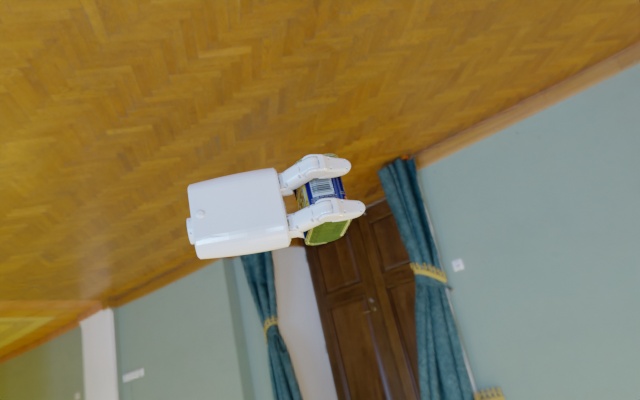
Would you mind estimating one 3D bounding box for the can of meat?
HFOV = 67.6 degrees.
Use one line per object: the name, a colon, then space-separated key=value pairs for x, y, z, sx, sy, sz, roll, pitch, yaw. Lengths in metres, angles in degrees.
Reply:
can of meat: x=0.000 y=0.002 z=0.610 sx=0.057 sy=0.084 sz=0.102 roll=-9 pitch=-22 yaw=-11
